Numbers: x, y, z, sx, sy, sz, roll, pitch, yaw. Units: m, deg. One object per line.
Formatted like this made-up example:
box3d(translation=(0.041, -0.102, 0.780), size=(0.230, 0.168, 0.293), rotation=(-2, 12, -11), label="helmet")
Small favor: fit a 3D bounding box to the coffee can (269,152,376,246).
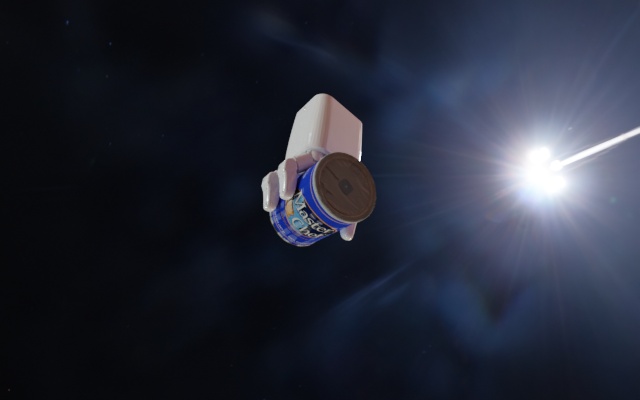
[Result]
box3d(translation=(0.000, 0.002, 0.710), size=(0.103, 0.102, 0.140), rotation=(0, -18, -33), label="coffee can")
